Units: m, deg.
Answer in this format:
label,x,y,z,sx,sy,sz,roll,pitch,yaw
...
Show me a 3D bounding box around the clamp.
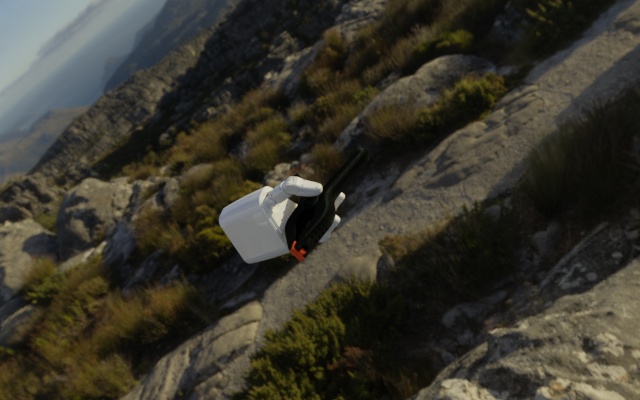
label,x,y,z,sx,sy,sz,roll,pitch,yaw
clamp,-0.001,0.002,0.769,0.164,0.209,0.036,-24,-56,33
